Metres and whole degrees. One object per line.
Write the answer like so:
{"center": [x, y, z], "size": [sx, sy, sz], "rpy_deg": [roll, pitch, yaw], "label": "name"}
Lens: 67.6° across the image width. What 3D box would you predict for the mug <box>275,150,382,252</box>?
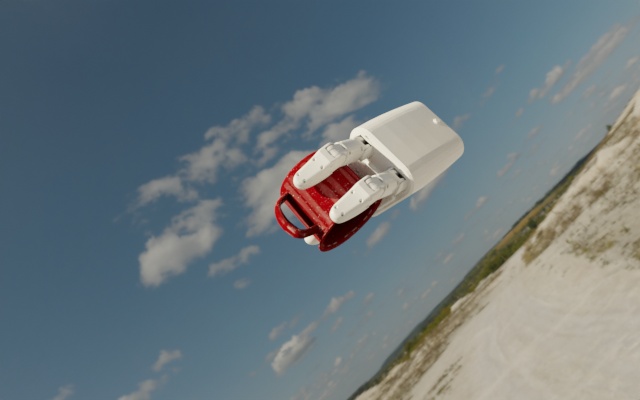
{"center": [-0.001, 0.002, 0.531], "size": [0.117, 0.081, 0.093], "rpy_deg": [-30, -24, -33], "label": "mug"}
